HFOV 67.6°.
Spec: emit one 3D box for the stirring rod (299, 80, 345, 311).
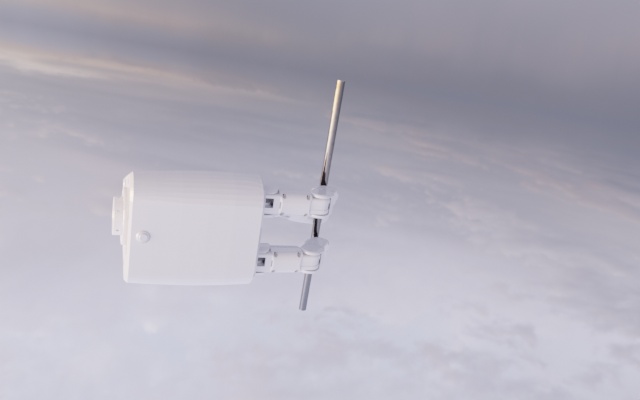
[{"bbox_3d":[0.000,0.001,0.481,0.011,0.239,0.011,9,15,-2],"label":"stirring rod"}]
